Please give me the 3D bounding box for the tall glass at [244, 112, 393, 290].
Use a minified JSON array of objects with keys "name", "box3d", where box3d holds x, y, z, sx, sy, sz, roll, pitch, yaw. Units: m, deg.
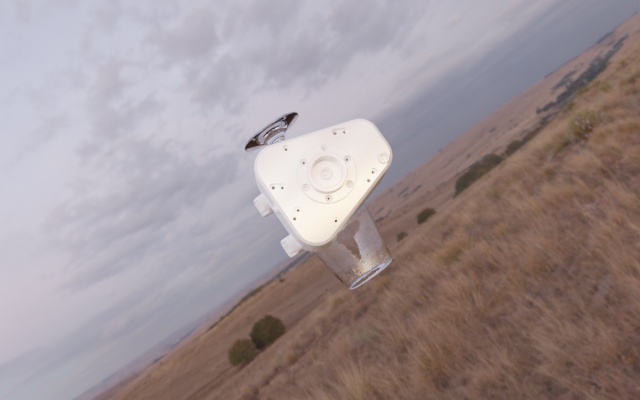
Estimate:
[{"name":"tall glass","box3d":[0.000,0.001,0.543,0.079,0.201,0.079,-35,-4,-3]}]
